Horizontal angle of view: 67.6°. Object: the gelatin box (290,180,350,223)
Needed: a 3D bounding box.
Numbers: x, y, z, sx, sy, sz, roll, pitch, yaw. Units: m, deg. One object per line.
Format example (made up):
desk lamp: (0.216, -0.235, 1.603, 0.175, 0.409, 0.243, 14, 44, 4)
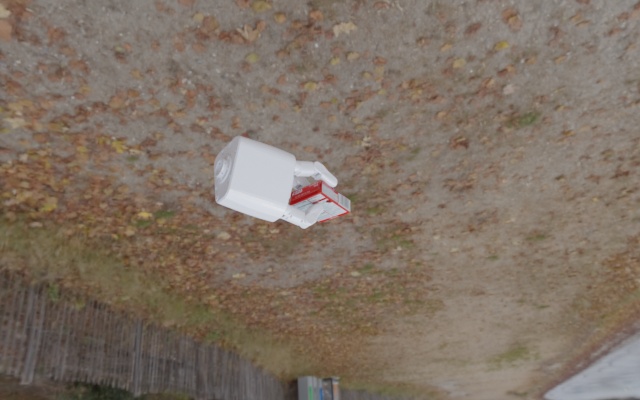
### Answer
gelatin box: (0.000, 0.003, 0.870, 0.073, 0.030, 0.089, -21, -39, 35)
